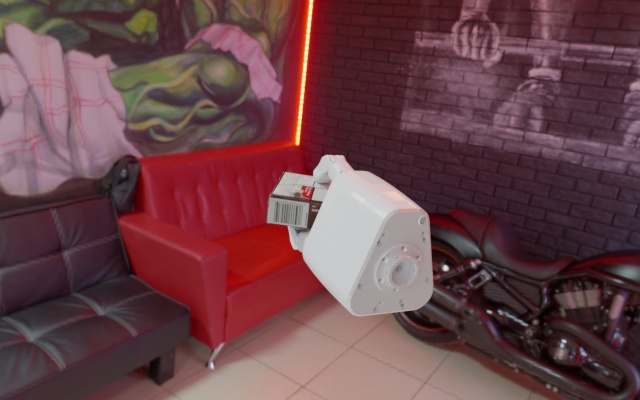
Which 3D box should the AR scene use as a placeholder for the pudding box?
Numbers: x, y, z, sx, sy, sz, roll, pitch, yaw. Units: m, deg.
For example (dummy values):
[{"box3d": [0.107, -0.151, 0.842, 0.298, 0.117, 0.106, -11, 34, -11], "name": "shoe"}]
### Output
[{"box3d": [0.000, 0.002, 0.568, 0.113, 0.039, 0.090, 10, 20, 3], "name": "pudding box"}]
